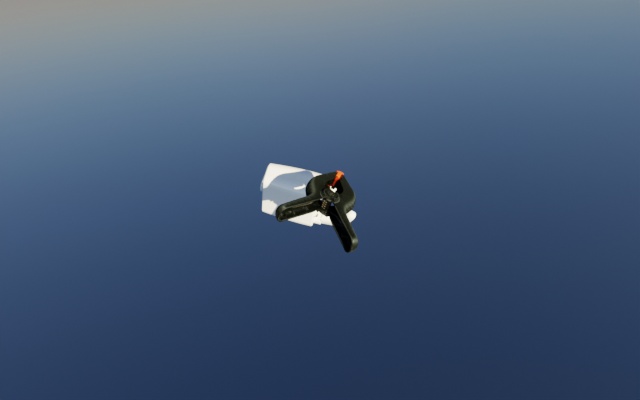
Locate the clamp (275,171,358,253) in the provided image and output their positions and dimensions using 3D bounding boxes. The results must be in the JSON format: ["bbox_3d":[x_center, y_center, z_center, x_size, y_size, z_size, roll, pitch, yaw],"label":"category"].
[{"bbox_3d":[0.000,0.002,0.705,0.120,0.039,0.171,25,30,-11],"label":"clamp"}]
